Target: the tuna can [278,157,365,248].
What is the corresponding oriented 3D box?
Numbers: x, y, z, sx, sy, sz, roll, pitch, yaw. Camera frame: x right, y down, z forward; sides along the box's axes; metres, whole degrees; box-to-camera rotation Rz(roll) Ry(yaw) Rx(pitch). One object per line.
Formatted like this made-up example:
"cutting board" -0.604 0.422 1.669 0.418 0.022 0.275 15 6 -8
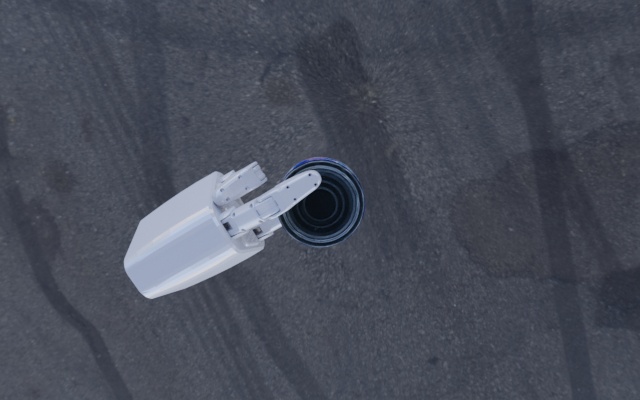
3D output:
"tuna can" 0.000 0.002 0.461 0.086 0.086 0.033 0 9 0
